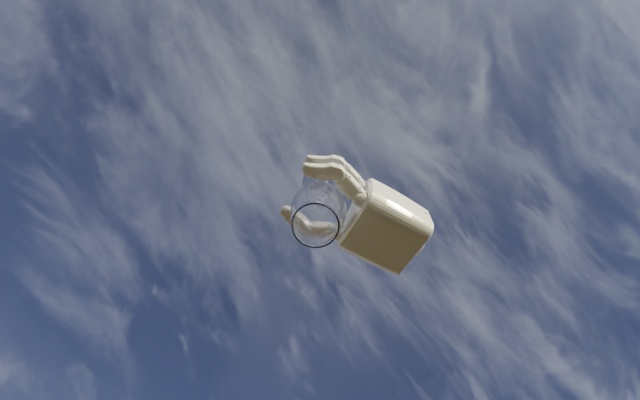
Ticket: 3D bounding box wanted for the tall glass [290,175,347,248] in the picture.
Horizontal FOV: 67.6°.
[{"bbox_3d":[0.000,0.002,0.699,0.079,0.079,0.201,0,18,4],"label":"tall glass"}]
